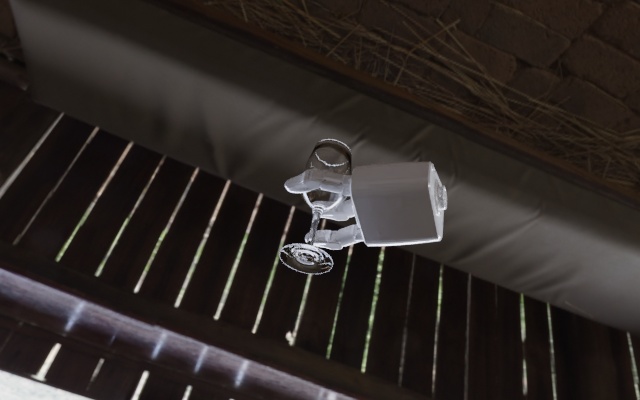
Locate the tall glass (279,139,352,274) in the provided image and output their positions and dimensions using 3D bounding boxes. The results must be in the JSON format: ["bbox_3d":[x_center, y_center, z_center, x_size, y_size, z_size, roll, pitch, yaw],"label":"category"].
[{"bbox_3d":[0.000,0.003,0.700,0.079,0.201,0.079,9,-37,7],"label":"tall glass"}]
